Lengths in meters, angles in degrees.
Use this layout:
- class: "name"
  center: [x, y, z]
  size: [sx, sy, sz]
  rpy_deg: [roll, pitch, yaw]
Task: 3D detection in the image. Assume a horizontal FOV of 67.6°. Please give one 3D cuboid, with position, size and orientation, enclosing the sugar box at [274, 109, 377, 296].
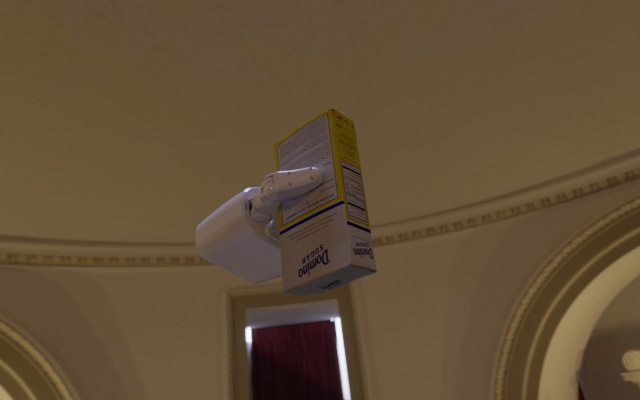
- class: "sugar box"
  center: [0.000, 0.002, 0.495]
  size: [0.093, 0.176, 0.048]
  rpy_deg: [-27, -31, 36]
